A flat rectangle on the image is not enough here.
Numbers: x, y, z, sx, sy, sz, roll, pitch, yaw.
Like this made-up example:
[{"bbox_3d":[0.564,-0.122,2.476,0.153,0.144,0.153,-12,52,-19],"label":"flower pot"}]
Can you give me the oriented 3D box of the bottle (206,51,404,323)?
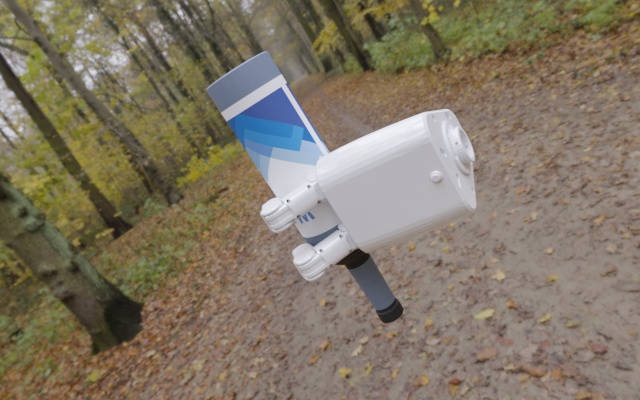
[{"bbox_3d":[0.000,0.001,0.472,0.069,0.296,0.069,-30,14,9],"label":"bottle"}]
